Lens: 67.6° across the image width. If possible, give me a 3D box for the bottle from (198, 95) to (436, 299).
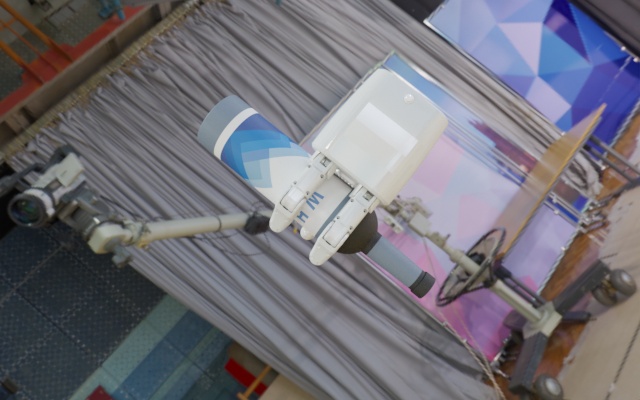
[{"bbox_3d":[0.000,0.002,0.519,0.295,0.069,0.069,39,4,5],"label":"bottle"}]
